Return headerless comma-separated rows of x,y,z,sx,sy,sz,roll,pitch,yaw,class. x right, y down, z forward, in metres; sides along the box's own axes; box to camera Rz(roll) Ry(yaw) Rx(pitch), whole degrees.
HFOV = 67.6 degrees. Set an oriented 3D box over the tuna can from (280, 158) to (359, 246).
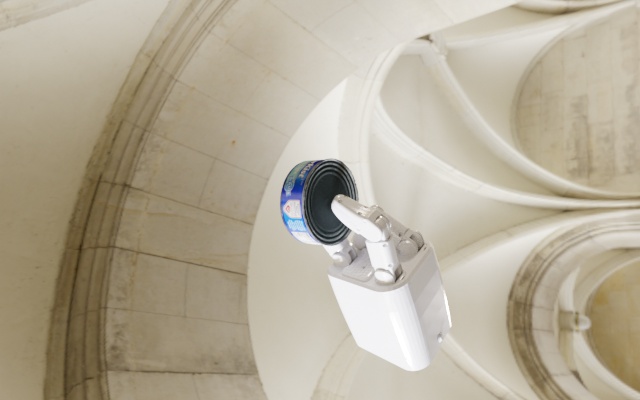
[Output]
0.000,0.001,0.476,0.034,0.086,0.086,1,1,40,tuna can
